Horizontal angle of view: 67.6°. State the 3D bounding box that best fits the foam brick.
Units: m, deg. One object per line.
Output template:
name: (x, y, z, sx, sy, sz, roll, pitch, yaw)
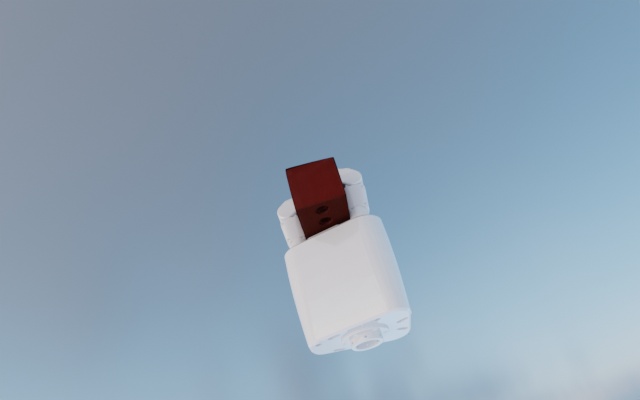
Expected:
foam brick: (0.000, 0.001, 0.501, 0.053, 0.051, 0.078, -16, -34, 0)
